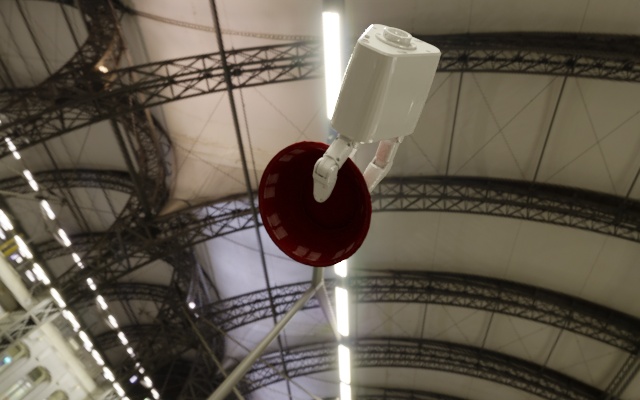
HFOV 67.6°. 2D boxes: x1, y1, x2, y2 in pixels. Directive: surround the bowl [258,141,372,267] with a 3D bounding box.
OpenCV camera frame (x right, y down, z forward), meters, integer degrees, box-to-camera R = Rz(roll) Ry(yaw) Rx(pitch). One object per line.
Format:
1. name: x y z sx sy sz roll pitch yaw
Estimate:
1. bowl: 0.000 0.003 0.622 0.162 0.162 0.055 0 10 27
